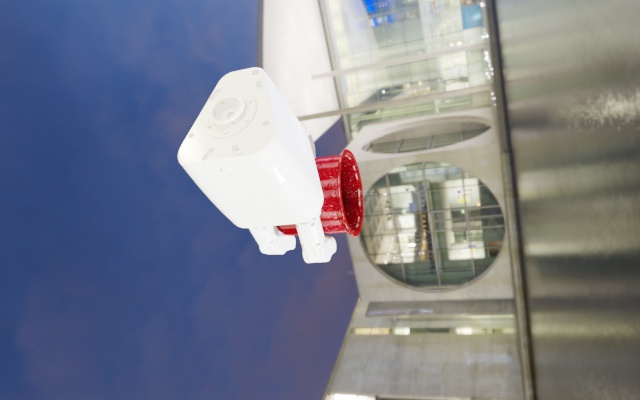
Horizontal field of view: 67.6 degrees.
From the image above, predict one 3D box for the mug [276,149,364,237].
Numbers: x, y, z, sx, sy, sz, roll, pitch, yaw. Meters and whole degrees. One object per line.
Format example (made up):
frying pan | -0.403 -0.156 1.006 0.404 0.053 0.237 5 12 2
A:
mug | 0.000 0.002 0.529 0.081 0.093 0.117 -6 -32 19
